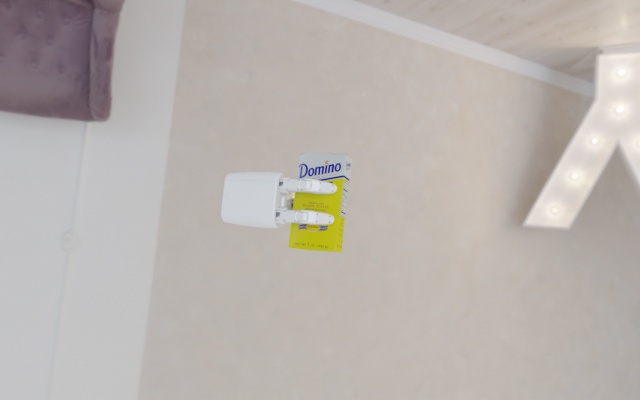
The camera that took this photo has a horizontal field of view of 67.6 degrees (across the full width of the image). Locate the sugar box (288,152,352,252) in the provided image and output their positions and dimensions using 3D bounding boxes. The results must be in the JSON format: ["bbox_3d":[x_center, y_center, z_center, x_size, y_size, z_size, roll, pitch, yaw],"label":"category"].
[{"bbox_3d":[0.000,0.003,0.861,0.093,0.176,0.048,3,-6,19],"label":"sugar box"}]
